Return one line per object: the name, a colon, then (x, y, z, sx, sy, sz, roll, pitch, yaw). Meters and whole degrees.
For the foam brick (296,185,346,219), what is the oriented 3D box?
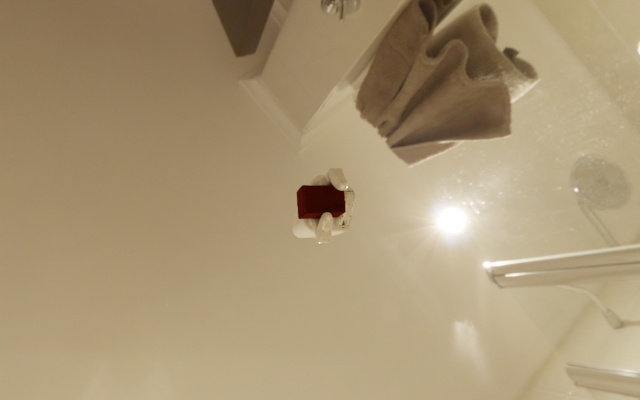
foam brick: (0.000, 0.003, 0.856, 0.078, 0.053, 0.051, -1, -12, -18)
